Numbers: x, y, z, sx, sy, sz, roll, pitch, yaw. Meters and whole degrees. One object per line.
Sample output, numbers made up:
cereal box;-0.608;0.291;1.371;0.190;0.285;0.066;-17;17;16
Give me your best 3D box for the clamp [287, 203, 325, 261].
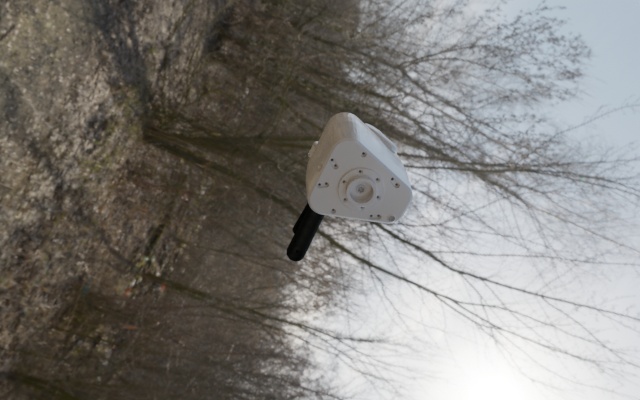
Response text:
clamp;0.001;0.002;0.647;0.039;0.171;0.120;24;21;-10
